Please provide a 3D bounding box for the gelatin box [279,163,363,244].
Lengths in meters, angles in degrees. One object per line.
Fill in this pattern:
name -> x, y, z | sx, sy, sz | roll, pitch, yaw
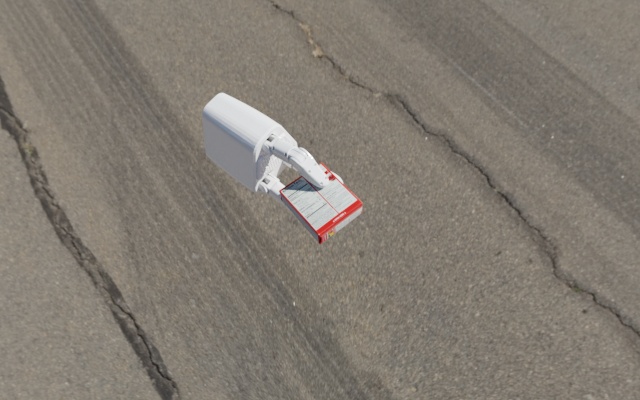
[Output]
gelatin box -> 0.000, 0.002, 0.631 | 0.073, 0.089, 0.030 | -36, -27, -16
